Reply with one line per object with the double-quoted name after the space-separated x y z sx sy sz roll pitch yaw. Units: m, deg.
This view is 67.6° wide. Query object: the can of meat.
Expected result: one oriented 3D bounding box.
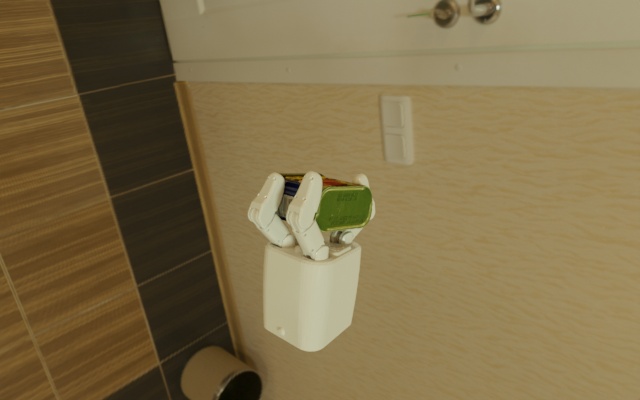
0.000 0.002 0.566 0.084 0.057 0.102 15 13 43 "can of meat"
